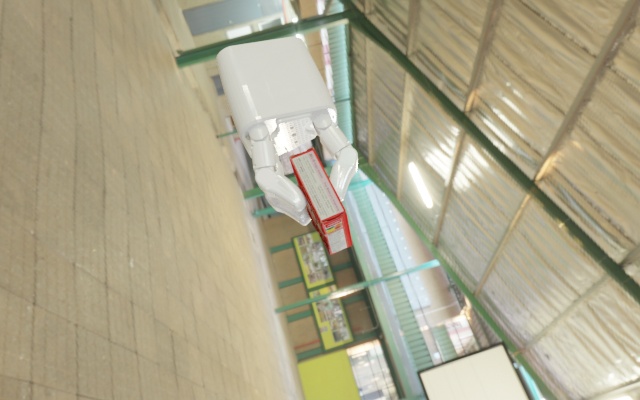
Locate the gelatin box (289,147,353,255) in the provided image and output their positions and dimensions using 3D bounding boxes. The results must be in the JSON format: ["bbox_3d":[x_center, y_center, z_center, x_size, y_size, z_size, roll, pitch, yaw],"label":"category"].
[{"bbox_3d":[0.001,0.002,0.495,0.030,0.089,0.073,-24,-31,-6],"label":"gelatin box"}]
